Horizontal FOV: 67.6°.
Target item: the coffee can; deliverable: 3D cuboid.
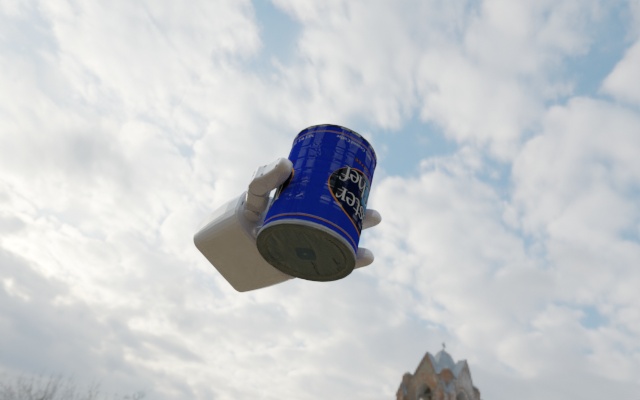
[{"bbox_3d":[0.000,0.002,0.517,0.103,0.140,0.103,10,-38,8],"label":"coffee can"}]
